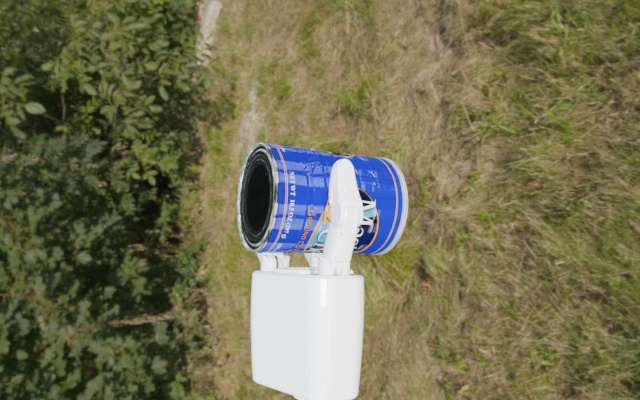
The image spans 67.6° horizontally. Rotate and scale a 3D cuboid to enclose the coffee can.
[{"bbox_3d":[0.000,0.001,0.473,0.140,0.103,0.103,4,-2,-27],"label":"coffee can"}]
